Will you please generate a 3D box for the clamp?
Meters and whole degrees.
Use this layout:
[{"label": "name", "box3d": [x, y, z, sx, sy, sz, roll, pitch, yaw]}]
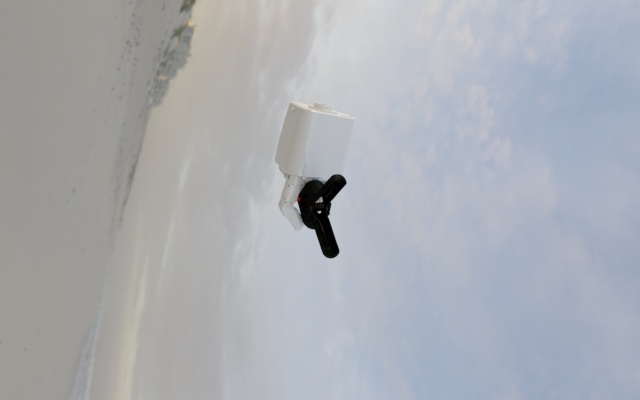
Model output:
[{"label": "clamp", "box3d": [0.001, 0.003, 0.734, 0.039, 0.120, 0.171, 8, 16, -23]}]
